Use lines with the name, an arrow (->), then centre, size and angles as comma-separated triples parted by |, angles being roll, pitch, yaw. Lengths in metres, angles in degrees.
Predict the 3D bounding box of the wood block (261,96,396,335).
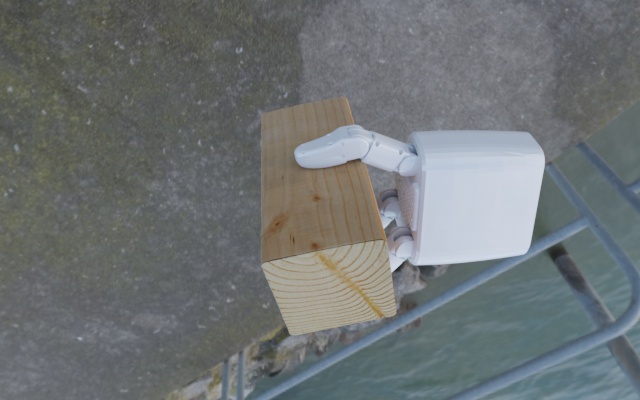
wood block -> 0.000, 0.001, 0.430 | 0.090, 0.091, 0.206 | -12, 40, 3
